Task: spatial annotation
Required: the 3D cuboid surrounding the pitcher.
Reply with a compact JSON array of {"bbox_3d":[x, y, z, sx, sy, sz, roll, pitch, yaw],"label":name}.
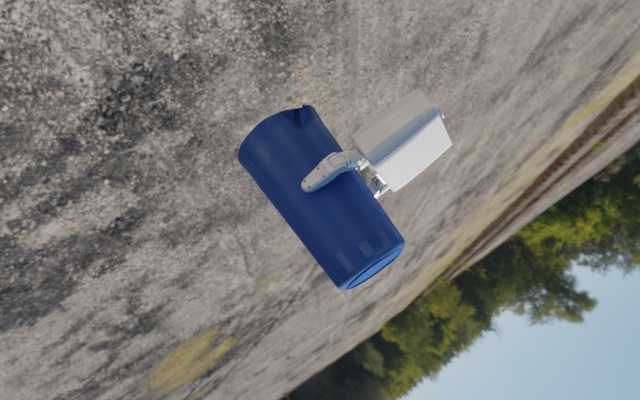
[{"bbox_3d":[0.000,0.002,0.663,0.145,0.242,0.149,-38,-17,8],"label":"pitcher"}]
